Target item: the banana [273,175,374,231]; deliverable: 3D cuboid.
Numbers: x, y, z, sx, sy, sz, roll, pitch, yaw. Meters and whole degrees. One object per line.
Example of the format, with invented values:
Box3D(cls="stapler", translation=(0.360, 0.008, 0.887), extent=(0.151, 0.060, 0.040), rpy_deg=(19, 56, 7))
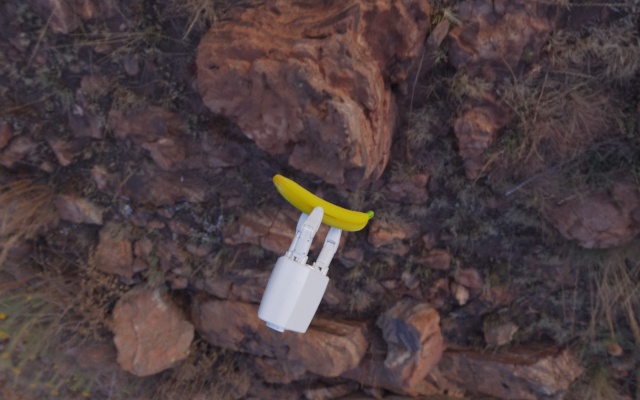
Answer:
Box3D(cls="banana", translation=(0.003, 0.012, 0.845), extent=(0.198, 0.037, 0.069), rpy_deg=(23, 21, -10))
